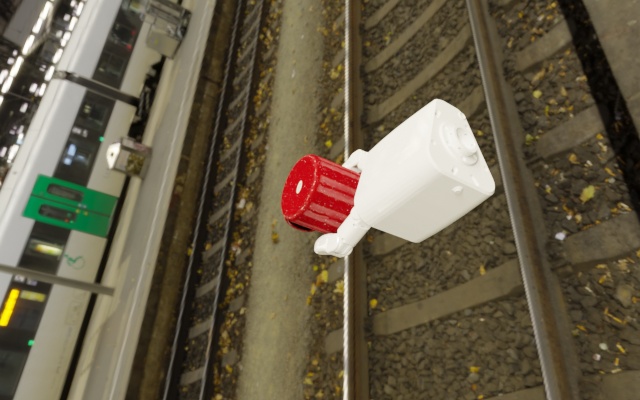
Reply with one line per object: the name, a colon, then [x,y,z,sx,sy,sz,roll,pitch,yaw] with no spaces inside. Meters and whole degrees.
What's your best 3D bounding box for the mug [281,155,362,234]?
mug: [-0.001,0.002,0.573,0.081,0.093,0.117,21,-40,-27]
